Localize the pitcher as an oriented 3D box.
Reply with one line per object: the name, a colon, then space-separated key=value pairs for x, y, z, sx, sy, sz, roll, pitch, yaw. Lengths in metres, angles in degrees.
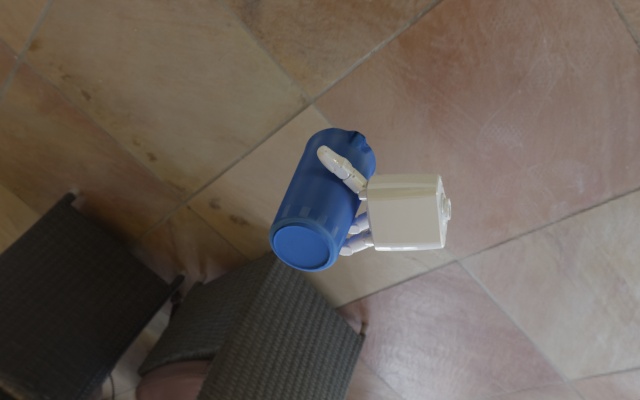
pitcher: x=0.000 y=0.003 z=0.788 sx=0.145 sy=0.149 sz=0.242 roll=-2 pitch=37 yaw=21
